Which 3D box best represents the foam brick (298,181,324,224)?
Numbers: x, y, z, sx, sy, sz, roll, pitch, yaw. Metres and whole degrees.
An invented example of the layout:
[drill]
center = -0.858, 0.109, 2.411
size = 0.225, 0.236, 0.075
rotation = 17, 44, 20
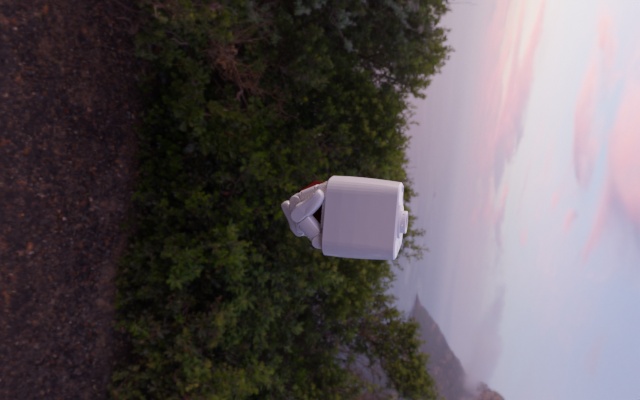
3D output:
[foam brick]
center = 0.000, 0.002, 0.767
size = 0.051, 0.053, 0.078
rotation = 3, 15, 16
